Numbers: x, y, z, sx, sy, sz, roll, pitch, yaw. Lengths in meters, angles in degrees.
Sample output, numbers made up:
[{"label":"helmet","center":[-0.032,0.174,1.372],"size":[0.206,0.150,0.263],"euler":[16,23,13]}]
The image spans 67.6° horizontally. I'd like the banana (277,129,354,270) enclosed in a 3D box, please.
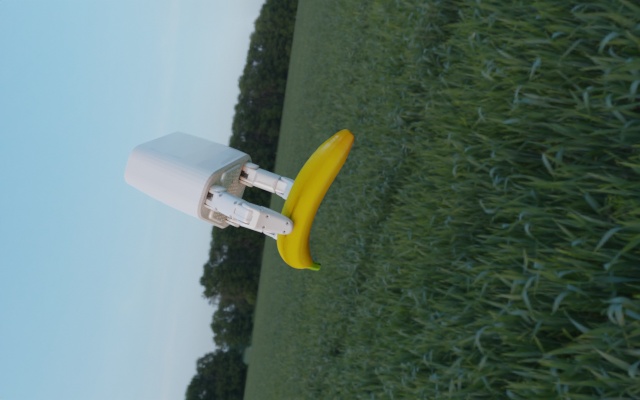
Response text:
[{"label":"banana","center":[-0.013,0.010,0.544],"size":[0.037,0.198,0.069],"euler":[37,39,30]}]
